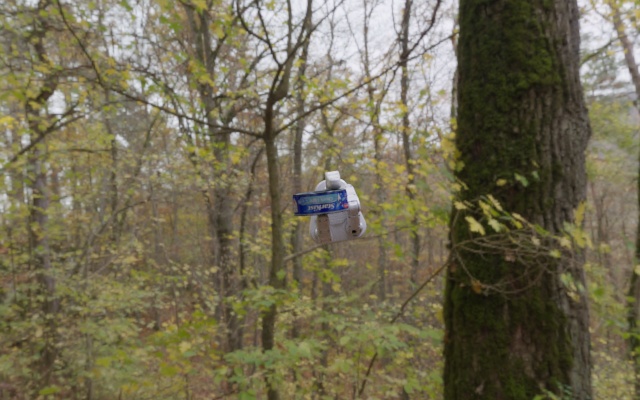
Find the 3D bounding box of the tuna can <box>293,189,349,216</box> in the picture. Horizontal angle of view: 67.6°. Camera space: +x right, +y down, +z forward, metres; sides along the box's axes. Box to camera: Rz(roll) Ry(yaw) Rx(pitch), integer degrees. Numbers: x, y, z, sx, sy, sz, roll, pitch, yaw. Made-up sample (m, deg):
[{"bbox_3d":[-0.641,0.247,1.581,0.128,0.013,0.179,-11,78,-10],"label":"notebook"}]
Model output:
[{"bbox_3d":[0.000,0.002,0.740,0.086,0.034,0.086,-6,3,0],"label":"tuna can"}]
